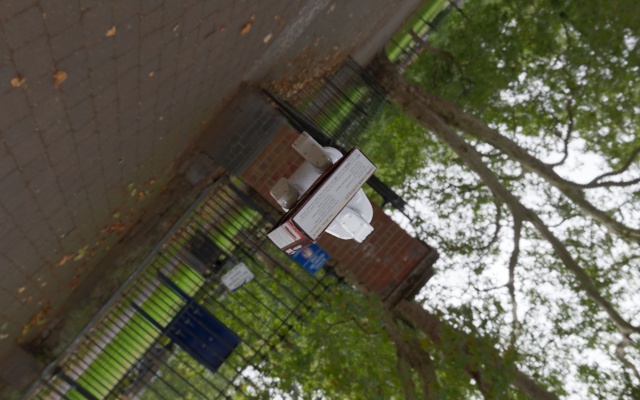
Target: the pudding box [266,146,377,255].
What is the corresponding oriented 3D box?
[{"bbox_3d":[0.000,0.002,0.510,0.039,0.113,0.090,42,-24,-6],"label":"pudding box"}]
